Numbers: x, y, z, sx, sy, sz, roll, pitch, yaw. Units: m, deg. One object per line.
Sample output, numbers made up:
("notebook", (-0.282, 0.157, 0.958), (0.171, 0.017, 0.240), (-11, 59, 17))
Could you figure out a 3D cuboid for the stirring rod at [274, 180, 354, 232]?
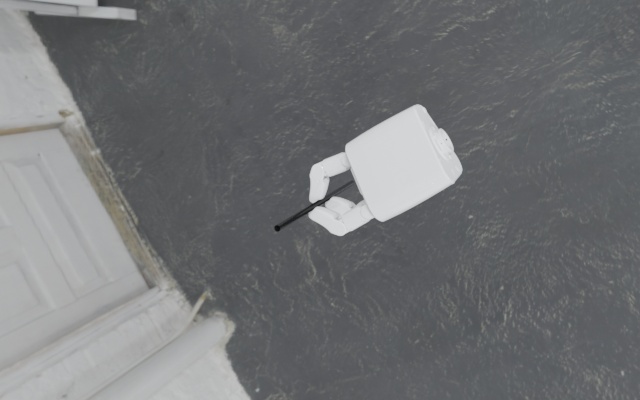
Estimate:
("stirring rod", (0.000, 0.002, 0.664), (0.011, 0.011, 0.239), (0, 15, 26))
